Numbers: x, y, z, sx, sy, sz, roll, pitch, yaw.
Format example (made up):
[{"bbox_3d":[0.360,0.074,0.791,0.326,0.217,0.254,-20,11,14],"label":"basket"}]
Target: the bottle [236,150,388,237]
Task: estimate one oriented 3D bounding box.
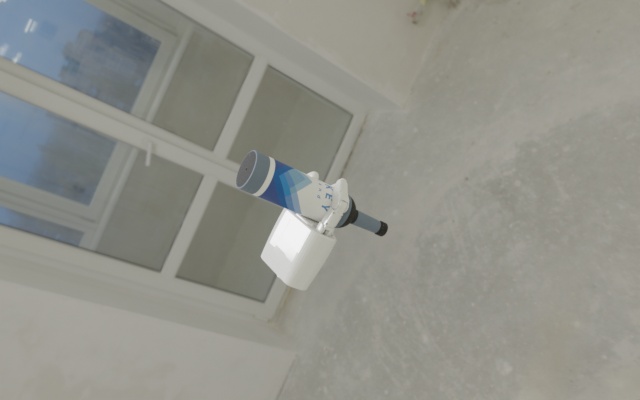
[{"bbox_3d":[0.000,0.003,0.824,0.296,0.069,0.069,24,-12,-29],"label":"bottle"}]
